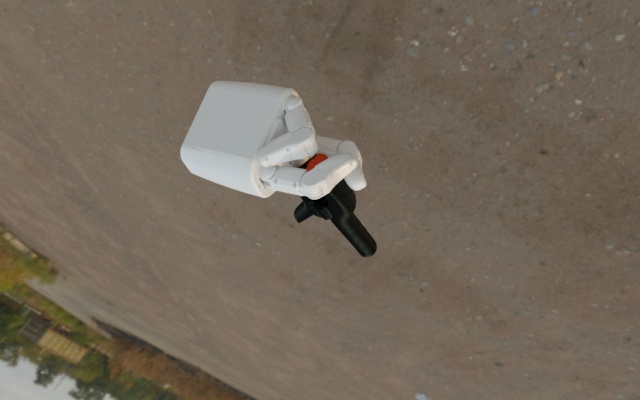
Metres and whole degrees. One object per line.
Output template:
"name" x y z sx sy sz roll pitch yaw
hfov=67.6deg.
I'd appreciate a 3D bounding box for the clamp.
"clamp" 0.000 0.002 0.561 0.120 0.039 0.172 16 -30 28
